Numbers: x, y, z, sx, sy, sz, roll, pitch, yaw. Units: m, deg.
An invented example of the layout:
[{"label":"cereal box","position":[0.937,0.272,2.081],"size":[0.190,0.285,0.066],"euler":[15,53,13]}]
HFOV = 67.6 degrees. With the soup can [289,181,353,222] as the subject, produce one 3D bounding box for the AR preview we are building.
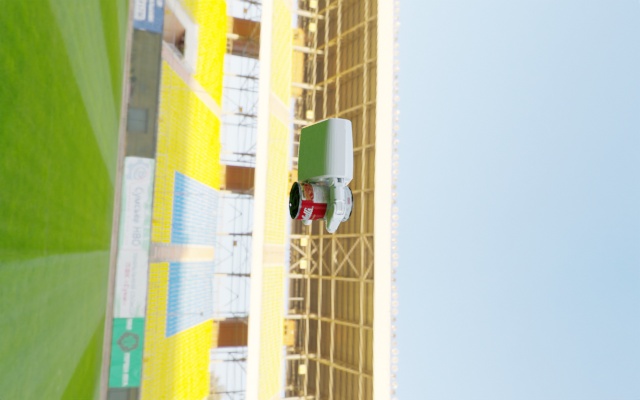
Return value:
[{"label":"soup can","position":[0.000,0.003,0.865],"size":[0.102,0.068,0.068],"euler":[4,-1,-20]}]
